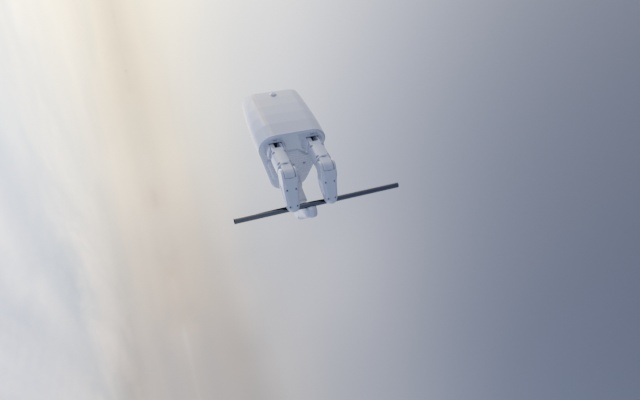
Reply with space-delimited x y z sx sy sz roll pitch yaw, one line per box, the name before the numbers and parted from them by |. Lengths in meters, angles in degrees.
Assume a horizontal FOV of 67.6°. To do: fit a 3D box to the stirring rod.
stirring rod | 0.000 0.002 0.653 0.239 0.011 0.011 -13 4 -19
